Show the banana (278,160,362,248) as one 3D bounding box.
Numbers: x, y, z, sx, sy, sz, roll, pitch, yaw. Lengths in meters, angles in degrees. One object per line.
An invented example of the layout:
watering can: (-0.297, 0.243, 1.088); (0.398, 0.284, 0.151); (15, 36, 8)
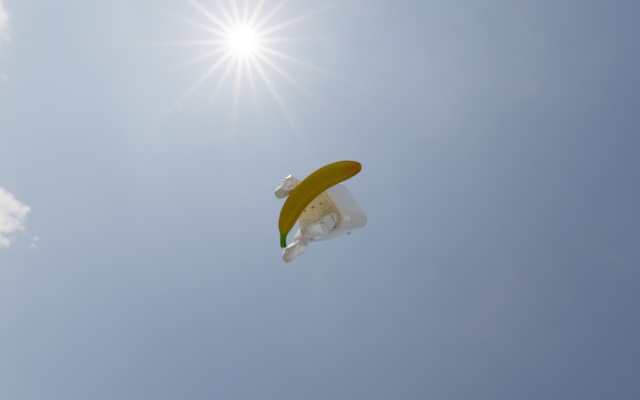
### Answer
banana: (-0.012, -0.009, 0.793); (0.198, 0.069, 0.037); (-47, -27, 21)
